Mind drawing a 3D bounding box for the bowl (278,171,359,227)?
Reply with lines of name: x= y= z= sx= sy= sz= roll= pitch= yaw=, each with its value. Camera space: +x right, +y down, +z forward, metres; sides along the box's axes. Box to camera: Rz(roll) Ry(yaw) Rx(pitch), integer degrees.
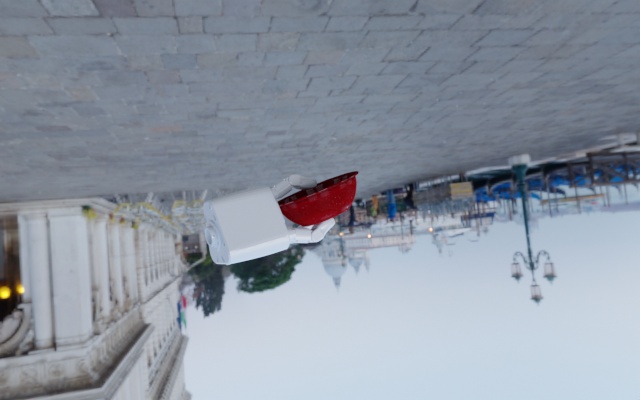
bowl: x=0.001 y=0.003 z=0.832 sx=0.162 sy=0.055 sz=0.162 roll=-22 pitch=6 yaw=3
